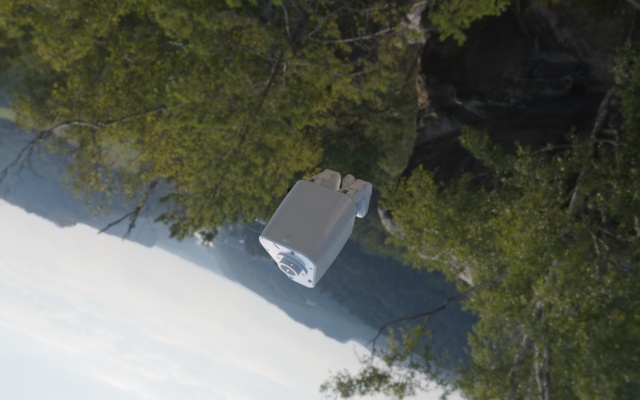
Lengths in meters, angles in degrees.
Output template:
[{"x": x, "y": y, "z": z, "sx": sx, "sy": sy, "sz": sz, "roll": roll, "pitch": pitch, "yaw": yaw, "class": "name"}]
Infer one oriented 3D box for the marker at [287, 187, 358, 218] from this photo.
[{"x": 0.000, "y": 0.002, "z": 0.724, "sx": 0.121, "sy": 0.020, "sz": 0.020, "roll": 19, "pitch": 9, "yaw": 29, "class": "marker"}]
